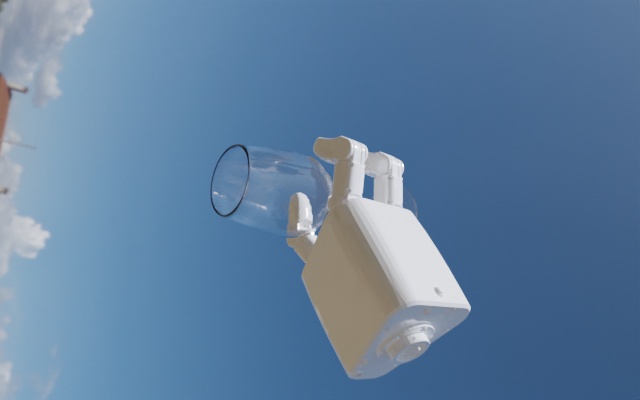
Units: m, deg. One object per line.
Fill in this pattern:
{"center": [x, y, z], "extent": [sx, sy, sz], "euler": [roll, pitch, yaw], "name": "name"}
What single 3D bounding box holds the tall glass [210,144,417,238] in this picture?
{"center": [0.001, 0.002, 0.454], "extent": [0.201, 0.079, 0.079], "euler": [14, -9, -39], "name": "tall glass"}
